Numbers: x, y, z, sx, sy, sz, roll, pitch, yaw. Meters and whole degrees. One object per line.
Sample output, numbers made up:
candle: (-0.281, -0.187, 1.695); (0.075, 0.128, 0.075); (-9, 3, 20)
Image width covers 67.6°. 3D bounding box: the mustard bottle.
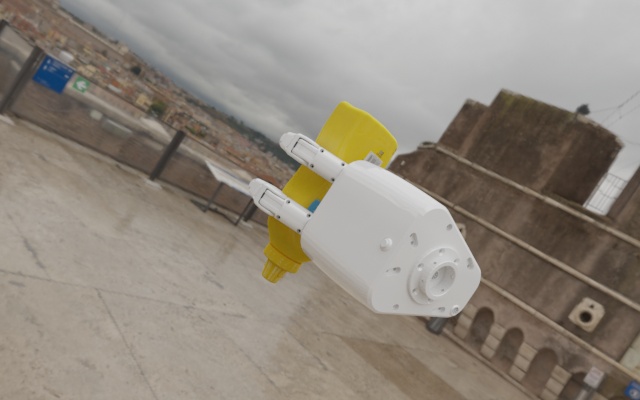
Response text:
mustard bottle: (0.000, 0.001, 0.487); (0.058, 0.191, 0.096); (35, 2, 31)
